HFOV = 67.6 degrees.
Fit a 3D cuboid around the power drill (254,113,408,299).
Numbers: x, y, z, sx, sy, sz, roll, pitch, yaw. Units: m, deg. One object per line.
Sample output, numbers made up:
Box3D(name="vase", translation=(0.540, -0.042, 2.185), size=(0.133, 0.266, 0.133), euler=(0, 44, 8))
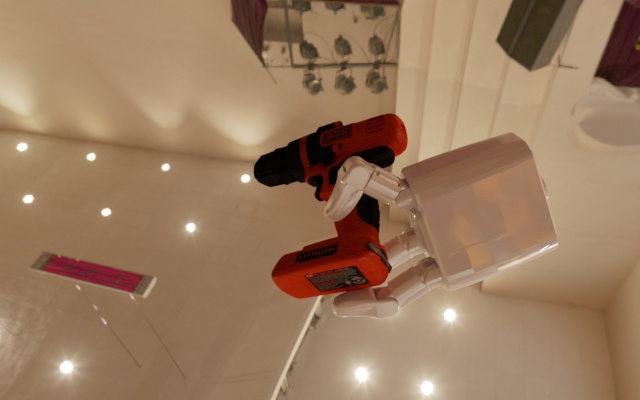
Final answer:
Box3D(name="power drill", translation=(0.000, 0.002, 0.488), size=(0.184, 0.187, 0.057), euler=(-15, -40, 25))
